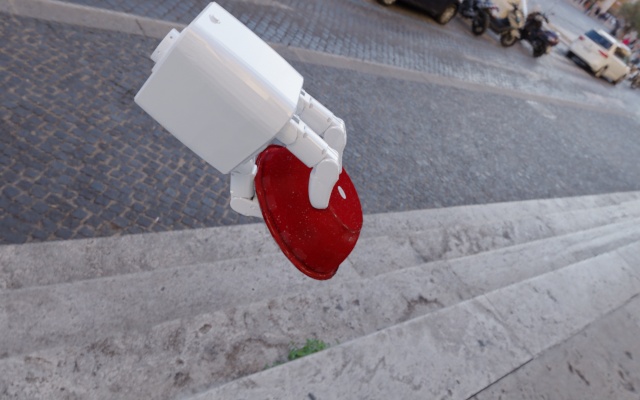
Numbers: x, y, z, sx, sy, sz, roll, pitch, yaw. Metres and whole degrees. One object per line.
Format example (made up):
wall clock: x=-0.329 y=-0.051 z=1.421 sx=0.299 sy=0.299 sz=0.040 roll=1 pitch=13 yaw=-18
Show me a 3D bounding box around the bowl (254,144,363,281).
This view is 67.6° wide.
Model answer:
bowl: x=0.001 y=0.002 z=0.519 sx=0.055 sy=0.162 sz=0.162 roll=-25 pitch=-11 yaw=24
